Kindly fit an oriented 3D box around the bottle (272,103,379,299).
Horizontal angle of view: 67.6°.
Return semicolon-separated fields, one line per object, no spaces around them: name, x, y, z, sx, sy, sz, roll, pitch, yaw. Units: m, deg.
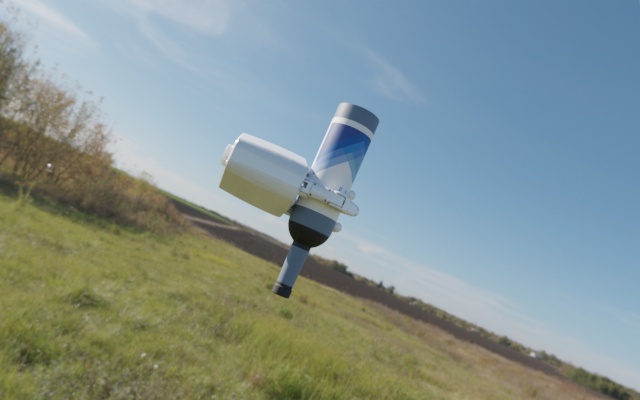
bottle;0.000;0.002;0.704;0.069;0.295;0.069;23;-7;3
